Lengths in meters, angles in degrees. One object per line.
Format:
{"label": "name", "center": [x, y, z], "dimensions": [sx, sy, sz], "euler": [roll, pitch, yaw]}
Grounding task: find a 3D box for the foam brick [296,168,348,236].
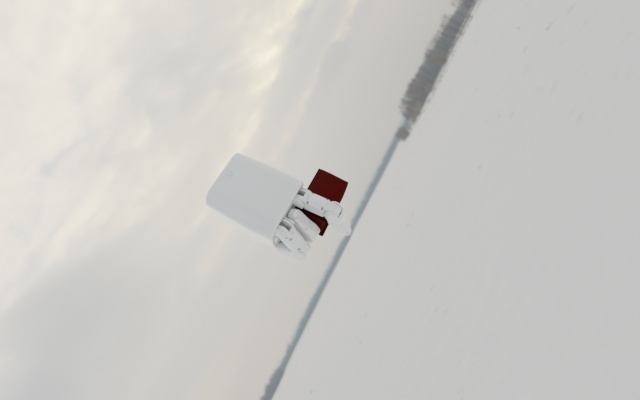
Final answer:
{"label": "foam brick", "center": [0.000, 0.002, 0.710], "dimensions": [0.051, 0.078, 0.053], "euler": [26, -30, 4]}
